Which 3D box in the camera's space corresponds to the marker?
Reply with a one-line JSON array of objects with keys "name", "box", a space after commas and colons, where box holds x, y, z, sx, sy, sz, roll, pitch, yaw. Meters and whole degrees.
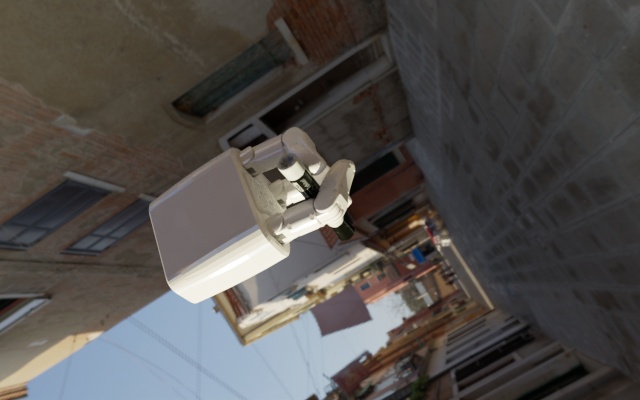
[{"name": "marker", "box": [0.000, 0.001, 0.435, 0.020, 0.020, 0.121, 0, -34, 34]}]
